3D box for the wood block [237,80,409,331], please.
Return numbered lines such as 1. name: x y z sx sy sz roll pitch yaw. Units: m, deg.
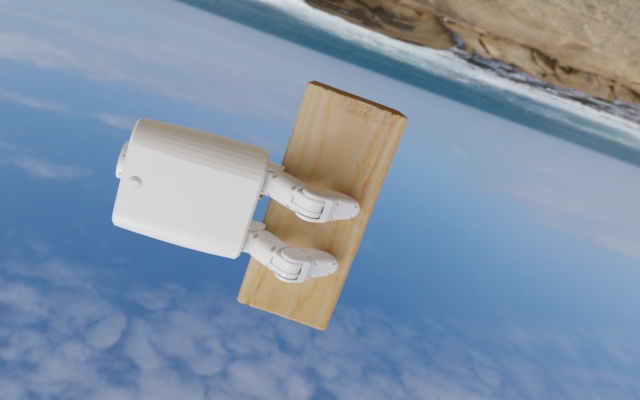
1. wood block: 0.000 0.001 0.453 0.090 0.206 0.090 19 16 -3
